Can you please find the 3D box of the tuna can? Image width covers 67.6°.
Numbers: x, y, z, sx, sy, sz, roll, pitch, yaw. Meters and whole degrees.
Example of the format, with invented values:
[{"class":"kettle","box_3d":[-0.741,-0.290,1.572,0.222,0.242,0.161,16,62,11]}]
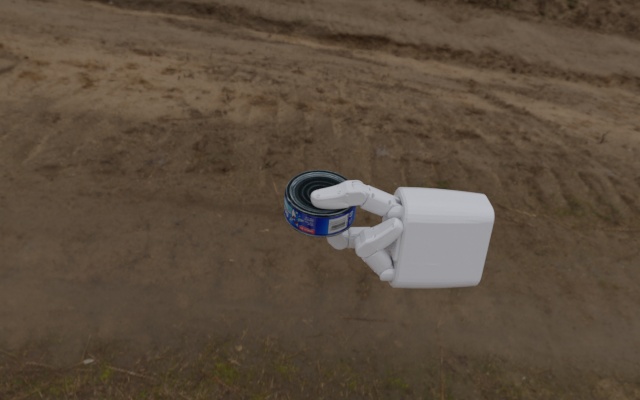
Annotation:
[{"class":"tuna can","box_3d":[0.000,0.001,0.559,0.086,0.034,0.086,3,41,-2]}]
